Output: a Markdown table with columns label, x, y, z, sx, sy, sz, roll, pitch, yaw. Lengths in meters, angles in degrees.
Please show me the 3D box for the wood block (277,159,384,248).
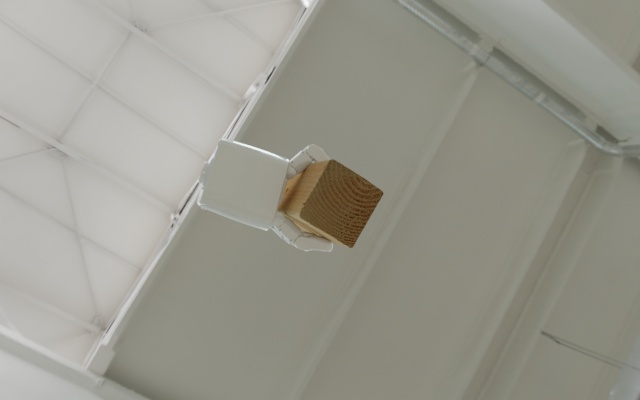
| label | x | y | z | sx | sy | sz | roll | pitch | yaw |
| --- | --- | --- | --- | --- | --- | --- | --- | --- | --- |
| wood block | 0.000 | 0.002 | 0.723 | 0.090 | 0.091 | 0.206 | 32 | -7 | -15 |
